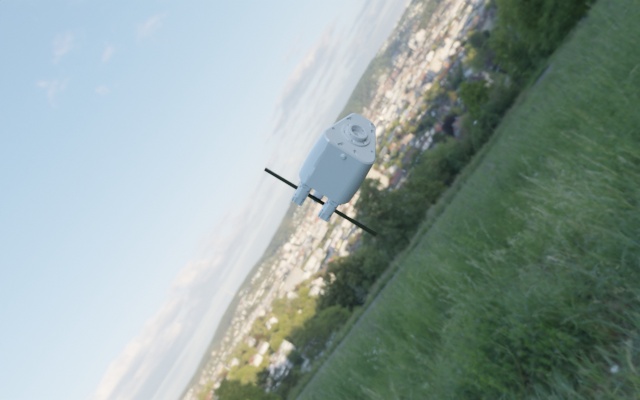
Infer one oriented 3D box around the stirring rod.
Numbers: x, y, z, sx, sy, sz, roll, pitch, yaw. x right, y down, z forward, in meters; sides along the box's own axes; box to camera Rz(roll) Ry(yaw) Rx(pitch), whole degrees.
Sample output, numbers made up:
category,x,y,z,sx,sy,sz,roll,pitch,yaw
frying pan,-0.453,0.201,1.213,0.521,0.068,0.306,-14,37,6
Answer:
category,x,y,z,sx,sy,sz,roll,pitch,yaw
stirring rod,0.000,0.003,0.889,0.239,0.011,0.011,31,-1,-2
